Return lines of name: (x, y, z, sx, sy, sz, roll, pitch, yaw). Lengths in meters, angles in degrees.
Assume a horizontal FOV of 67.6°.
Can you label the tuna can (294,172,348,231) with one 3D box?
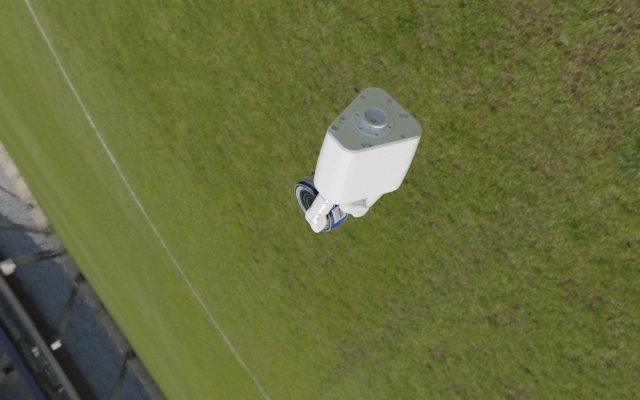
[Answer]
tuna can: (0.000, 0.003, 0.702, 0.033, 0.086, 0.086, -35, 16, -23)
